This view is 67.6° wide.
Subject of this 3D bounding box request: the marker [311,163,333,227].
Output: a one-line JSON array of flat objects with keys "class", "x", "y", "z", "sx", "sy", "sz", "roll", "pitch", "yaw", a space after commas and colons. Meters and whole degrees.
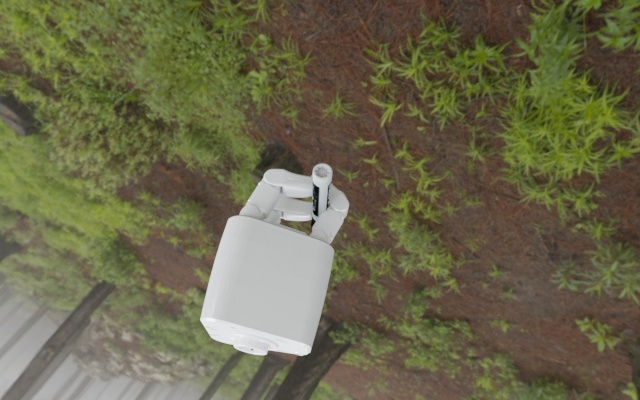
[{"class": "marker", "x": 0.000, "y": 0.002, "z": 0.506, "sx": 0.020, "sy": 0.020, "sz": 0.121, "roll": 0, "pitch": -29, "yaw": -2}]
